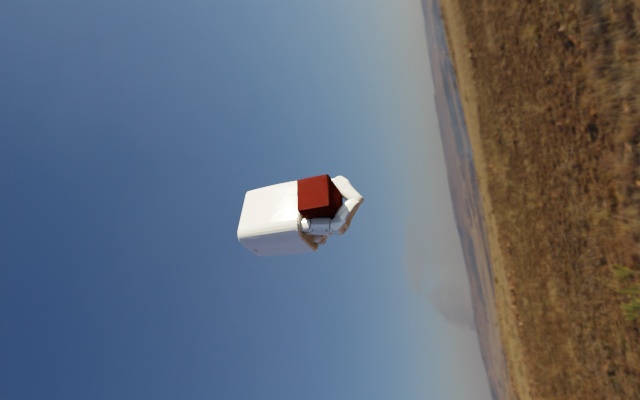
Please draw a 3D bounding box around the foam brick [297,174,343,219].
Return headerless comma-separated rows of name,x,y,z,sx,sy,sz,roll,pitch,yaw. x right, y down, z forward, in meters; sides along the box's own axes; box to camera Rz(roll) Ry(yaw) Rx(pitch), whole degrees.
foam brick,0.000,0.002,0.733,0.051,0.053,0.078,-8,-25,16
